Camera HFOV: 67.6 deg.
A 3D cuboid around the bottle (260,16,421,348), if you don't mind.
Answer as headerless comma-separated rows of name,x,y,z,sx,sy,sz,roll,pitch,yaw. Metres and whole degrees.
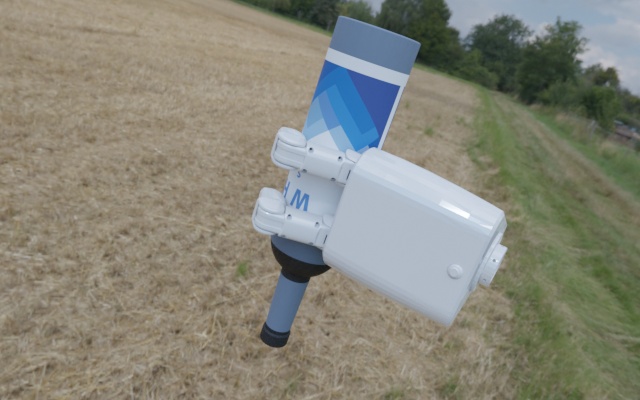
bottle,0.000,0.001,0.412,0.069,0.296,0.069,17,19,-6
